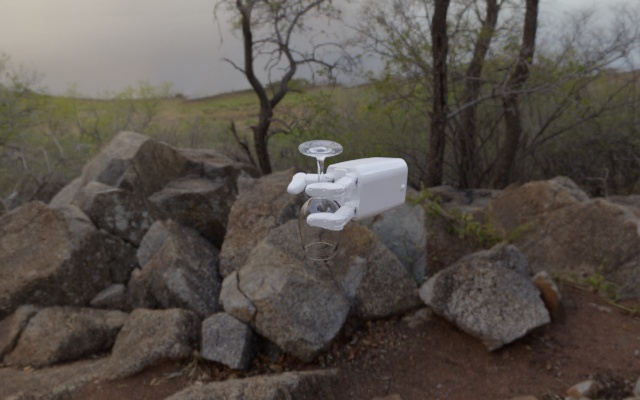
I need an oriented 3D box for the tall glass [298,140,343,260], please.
[{"bbox_3d":[0.000,0.002,0.826,0.079,0.201,0.079,1,26,0],"label":"tall glass"}]
